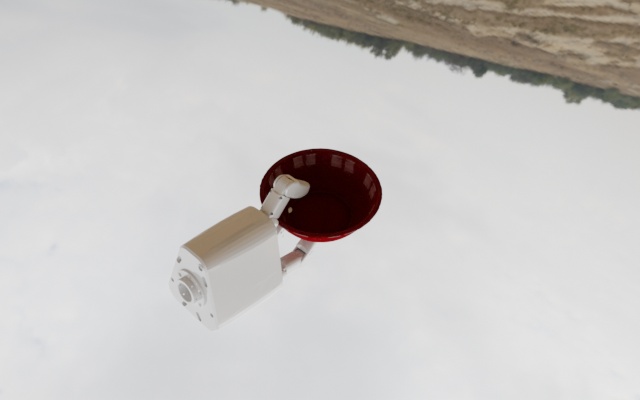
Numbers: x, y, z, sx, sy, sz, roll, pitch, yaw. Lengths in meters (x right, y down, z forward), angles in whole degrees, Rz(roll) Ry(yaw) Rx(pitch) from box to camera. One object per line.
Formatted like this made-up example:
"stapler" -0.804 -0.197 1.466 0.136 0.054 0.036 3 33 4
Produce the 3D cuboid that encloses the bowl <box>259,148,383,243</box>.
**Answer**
"bowl" 0.001 0.002 0.647 0.162 0.162 0.055 0 -42 -1
